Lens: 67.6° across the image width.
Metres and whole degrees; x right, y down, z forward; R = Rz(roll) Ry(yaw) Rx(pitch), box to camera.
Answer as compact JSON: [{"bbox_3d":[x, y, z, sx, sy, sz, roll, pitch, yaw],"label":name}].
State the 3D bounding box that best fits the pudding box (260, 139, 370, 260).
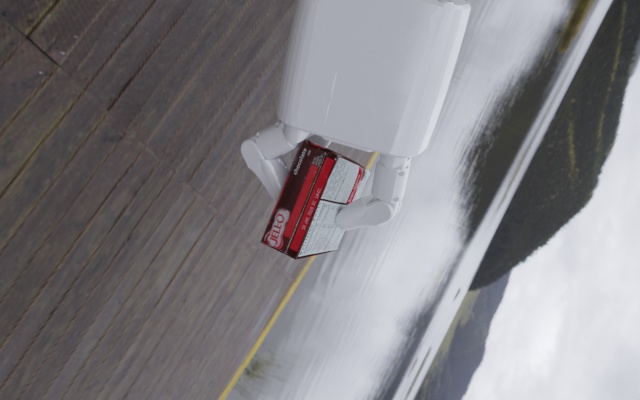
[{"bbox_3d":[0.000,0.001,0.418,0.039,0.090,0.113,25,6,20],"label":"pudding box"}]
